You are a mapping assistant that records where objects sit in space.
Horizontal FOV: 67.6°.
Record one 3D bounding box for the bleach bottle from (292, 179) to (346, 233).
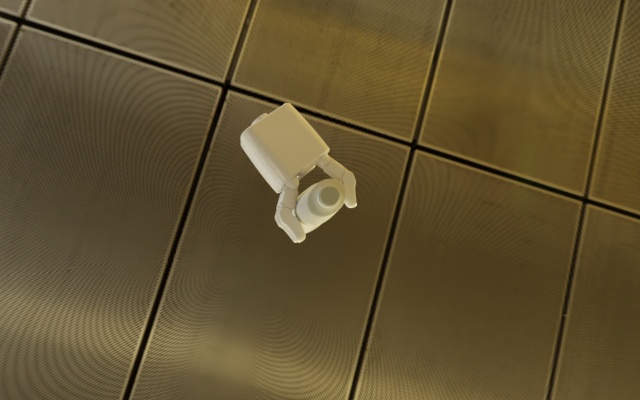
[{"bbox_3d":[0.000,0.003,0.790,0.102,0.068,0.251,-41,1,-11],"label":"bleach bottle"}]
